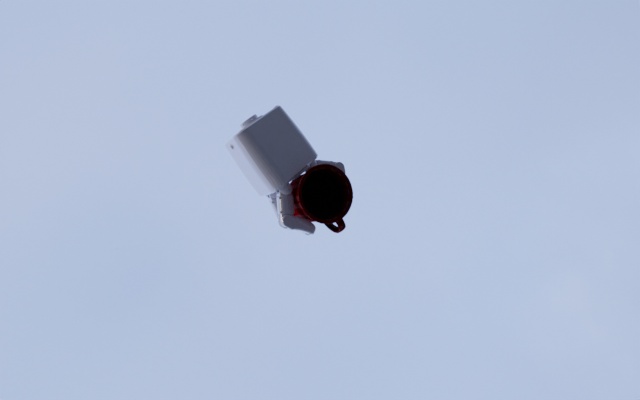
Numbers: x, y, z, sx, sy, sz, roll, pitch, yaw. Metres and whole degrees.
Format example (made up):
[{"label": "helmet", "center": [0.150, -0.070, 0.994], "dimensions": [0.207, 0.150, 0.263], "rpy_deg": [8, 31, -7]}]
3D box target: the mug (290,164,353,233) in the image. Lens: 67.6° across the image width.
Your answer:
[{"label": "mug", "center": [0.001, 0.004, 0.772], "dimensions": [0.093, 0.117, 0.081], "rpy_deg": [-40, 11, -21]}]
